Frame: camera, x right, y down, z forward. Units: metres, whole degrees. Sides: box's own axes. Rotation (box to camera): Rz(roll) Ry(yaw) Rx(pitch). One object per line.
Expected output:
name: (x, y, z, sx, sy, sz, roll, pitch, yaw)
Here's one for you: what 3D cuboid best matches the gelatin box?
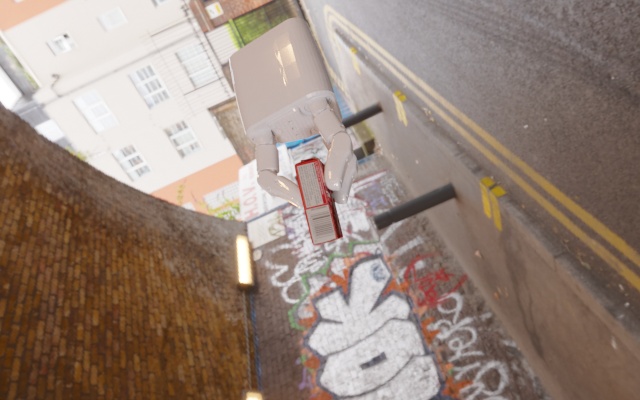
gelatin box: (0.000, 0.002, 0.523, 0.030, 0.089, 0.073, -13, -4, 6)
